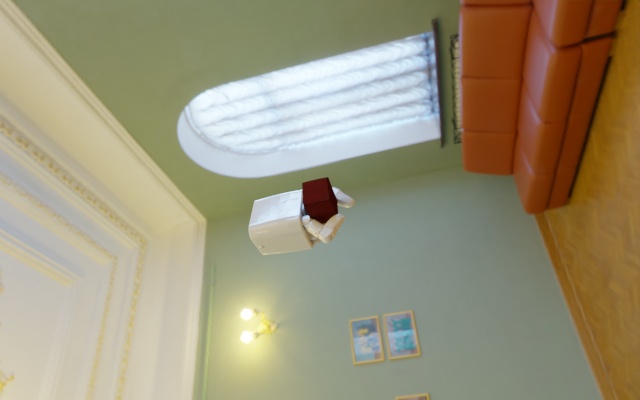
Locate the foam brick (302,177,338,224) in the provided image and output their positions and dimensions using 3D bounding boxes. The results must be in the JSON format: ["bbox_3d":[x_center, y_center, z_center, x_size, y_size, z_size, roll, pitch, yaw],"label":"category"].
[{"bbox_3d":[0.000,0.003,0.894,0.051,0.053,0.078,-10,-36,10],"label":"foam brick"}]
